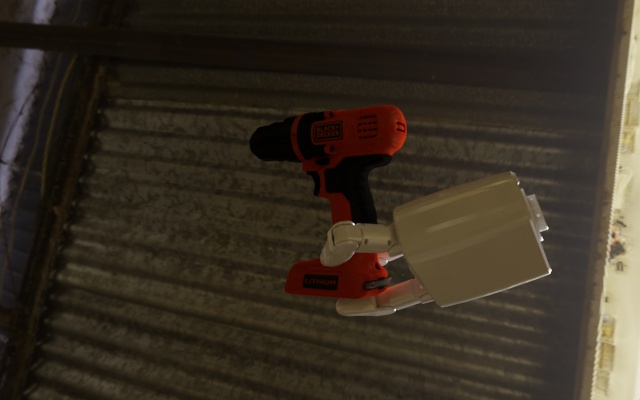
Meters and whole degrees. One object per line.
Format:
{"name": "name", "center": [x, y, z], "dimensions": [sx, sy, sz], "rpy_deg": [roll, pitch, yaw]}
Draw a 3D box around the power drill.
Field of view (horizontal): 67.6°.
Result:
{"name": "power drill", "center": [0.000, 0.002, 0.490], "dimensions": [0.184, 0.187, 0.057], "rpy_deg": [-2, 0, 37]}
